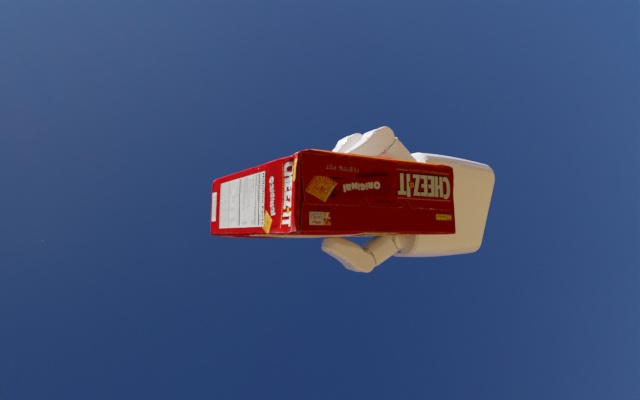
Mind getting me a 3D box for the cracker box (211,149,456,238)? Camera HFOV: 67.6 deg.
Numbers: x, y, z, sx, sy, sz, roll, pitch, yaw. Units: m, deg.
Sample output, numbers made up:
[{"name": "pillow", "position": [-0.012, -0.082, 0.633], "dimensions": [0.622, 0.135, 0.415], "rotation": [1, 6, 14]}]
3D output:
[{"name": "cracker box", "position": [0.000, 0.002, 0.483], "dimensions": [0.164, 0.072, 0.214], "rotation": [2, -5, -30]}]
